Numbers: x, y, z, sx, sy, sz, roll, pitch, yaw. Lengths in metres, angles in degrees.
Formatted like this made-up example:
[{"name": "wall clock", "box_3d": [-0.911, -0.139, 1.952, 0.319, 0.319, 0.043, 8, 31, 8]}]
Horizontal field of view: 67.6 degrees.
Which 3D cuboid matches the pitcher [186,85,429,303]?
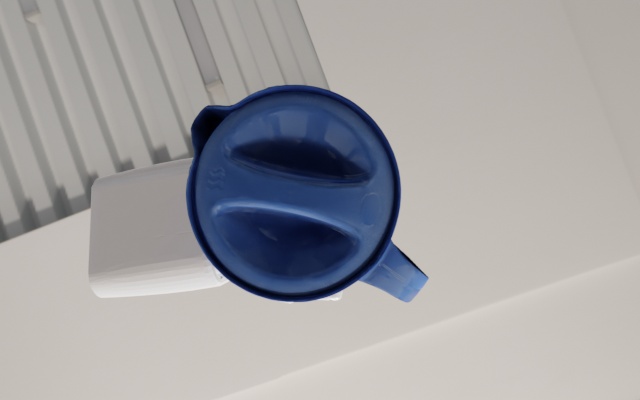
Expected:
[{"name": "pitcher", "box_3d": [0.000, 0.001, 0.403, 0.145, 0.149, 0.243, -8, 0, 5]}]
